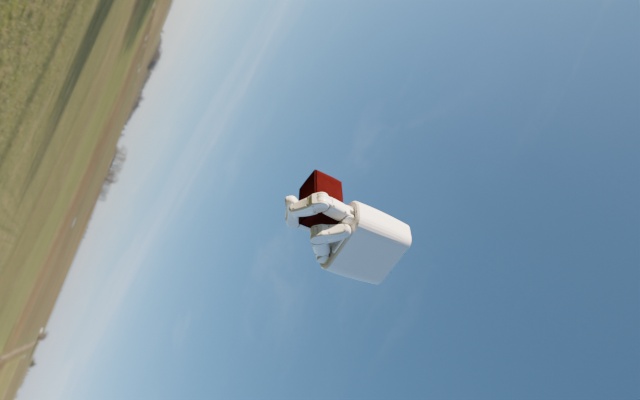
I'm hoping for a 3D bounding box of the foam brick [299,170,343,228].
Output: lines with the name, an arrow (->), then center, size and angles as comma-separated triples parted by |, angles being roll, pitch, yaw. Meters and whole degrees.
foam brick -> 0.000, 0.002, 0.748 | 0.051, 0.078, 0.053 | 21, -46, -24
